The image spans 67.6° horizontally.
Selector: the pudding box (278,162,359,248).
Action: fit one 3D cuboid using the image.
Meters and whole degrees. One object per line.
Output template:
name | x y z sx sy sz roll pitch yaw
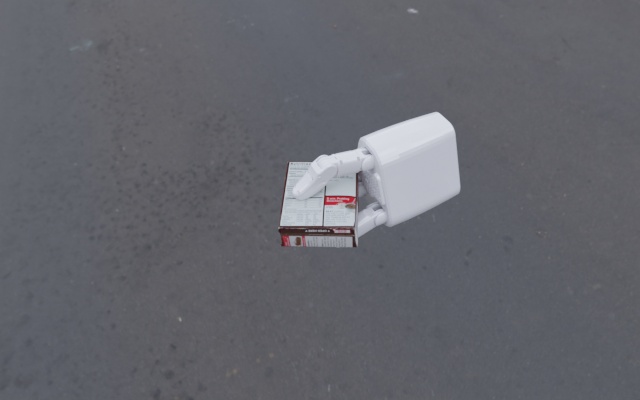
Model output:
pudding box | 0.000 0.002 0.572 0.090 0.113 0.039 0 -44 6
